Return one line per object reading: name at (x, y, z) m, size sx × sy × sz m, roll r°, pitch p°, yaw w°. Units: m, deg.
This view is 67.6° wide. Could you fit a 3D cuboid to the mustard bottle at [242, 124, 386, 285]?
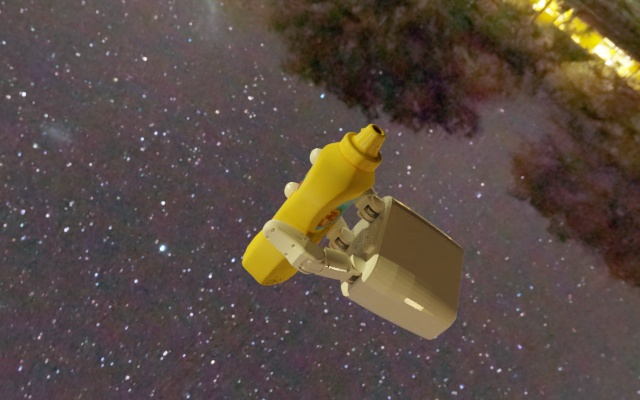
mustard bottle at (0.000, 0.002, 0.473) m, size 0.192 × 0.058 × 0.096 m, roll -50°, pitch -10°, yaw 31°
